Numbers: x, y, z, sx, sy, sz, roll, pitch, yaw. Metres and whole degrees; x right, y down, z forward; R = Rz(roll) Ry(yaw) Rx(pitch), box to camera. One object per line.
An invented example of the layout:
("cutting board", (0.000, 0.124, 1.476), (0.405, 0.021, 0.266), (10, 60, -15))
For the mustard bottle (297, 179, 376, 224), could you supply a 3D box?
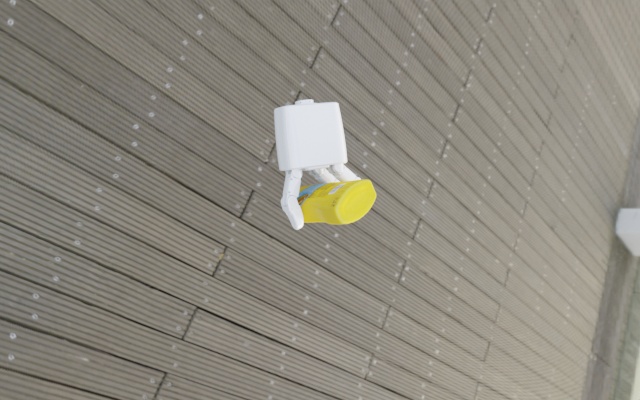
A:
("mustard bottle", (0.000, 0.003, 0.838), (0.096, 0.058, 0.191), (-40, 23, -32))
